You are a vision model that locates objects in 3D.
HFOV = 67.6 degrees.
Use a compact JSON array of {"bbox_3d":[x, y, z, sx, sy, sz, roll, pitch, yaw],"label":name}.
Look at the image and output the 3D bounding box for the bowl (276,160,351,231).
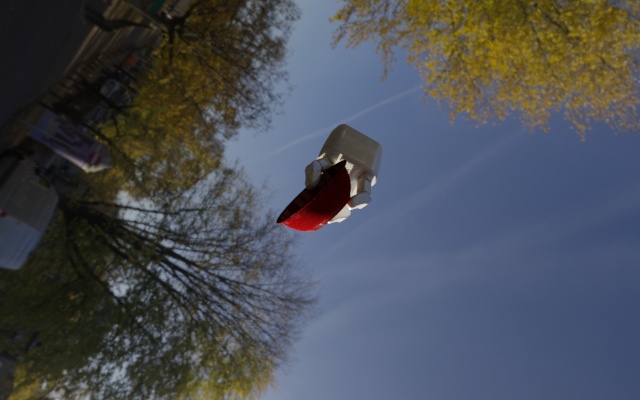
[{"bbox_3d":[0.000,0.004,0.825,0.162,0.055,0.162,-41,9,8],"label":"bowl"}]
